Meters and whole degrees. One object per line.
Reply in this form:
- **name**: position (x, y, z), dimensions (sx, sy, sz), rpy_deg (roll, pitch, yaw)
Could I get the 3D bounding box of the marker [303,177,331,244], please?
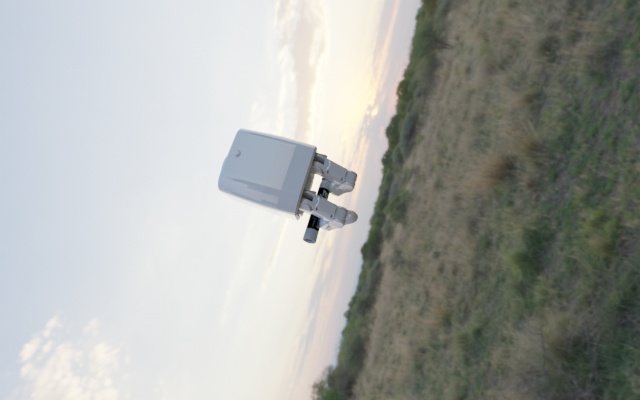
- **marker**: position (0.000, 0.002, 0.665), dimensions (0.020, 0.121, 0.020), rpy_deg (14, -25, 6)
